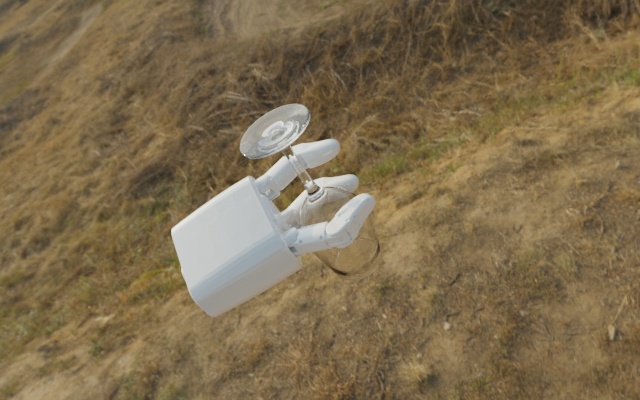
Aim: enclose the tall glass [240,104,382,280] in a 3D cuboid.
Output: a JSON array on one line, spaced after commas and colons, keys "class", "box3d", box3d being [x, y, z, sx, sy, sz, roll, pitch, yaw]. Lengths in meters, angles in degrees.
[{"class": "tall glass", "box3d": [0.000, 0.001, 0.498, 0.079, 0.079, 0.201, 0, -42, 36]}]
